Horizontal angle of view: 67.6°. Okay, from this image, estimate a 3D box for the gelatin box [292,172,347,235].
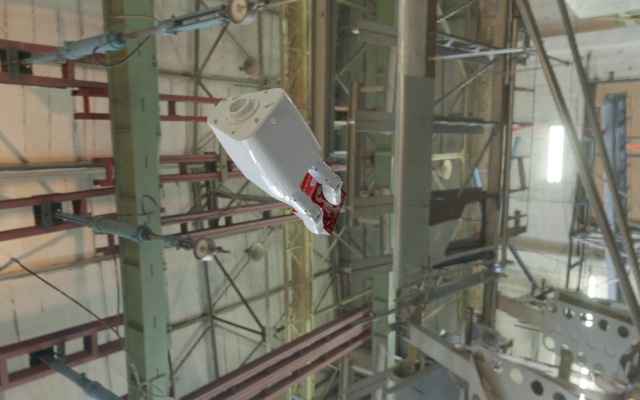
[{"bbox_3d":[0.000,0.002,0.720,0.030,0.073,0.089,11,-19,32],"label":"gelatin box"}]
